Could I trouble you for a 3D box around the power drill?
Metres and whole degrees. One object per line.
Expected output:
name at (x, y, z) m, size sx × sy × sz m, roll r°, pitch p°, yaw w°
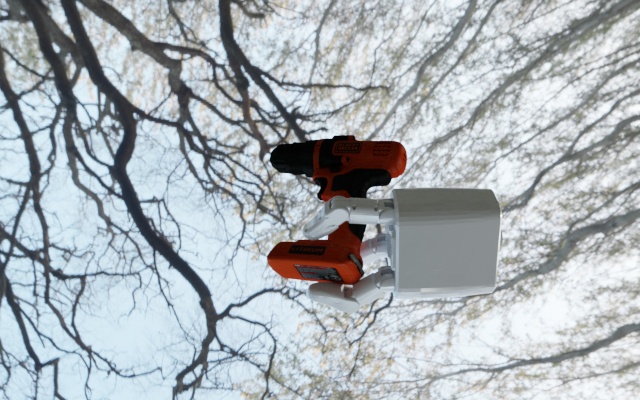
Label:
power drill at (0.000, 0.002, 0.573) m, size 0.184 × 0.187 × 0.057 m, roll 1°, pitch -32°, yaw 25°
